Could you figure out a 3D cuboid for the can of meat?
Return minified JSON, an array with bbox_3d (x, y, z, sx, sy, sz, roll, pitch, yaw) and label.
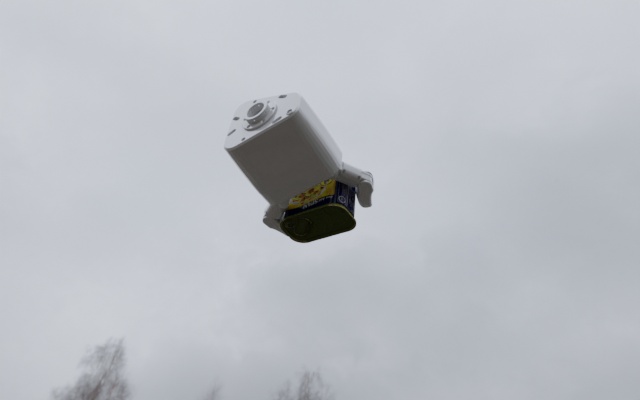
[{"bbox_3d":[0.000,0.002,0.662,0.102,0.083,0.057,-18,-46,27],"label":"can of meat"}]
